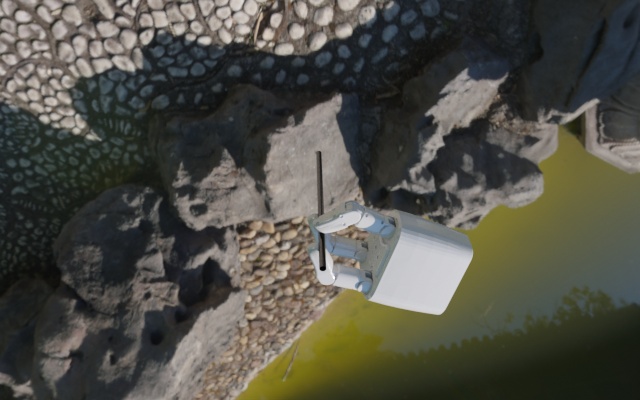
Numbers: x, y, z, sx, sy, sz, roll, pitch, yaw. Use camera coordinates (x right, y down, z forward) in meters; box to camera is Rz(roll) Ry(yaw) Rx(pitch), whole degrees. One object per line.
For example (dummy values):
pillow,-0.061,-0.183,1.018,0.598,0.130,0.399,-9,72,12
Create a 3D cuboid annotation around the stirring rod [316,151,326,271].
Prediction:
stirring rod,0.000,0.002,0.622,0.011,0.011,0.239,0,38,-1
